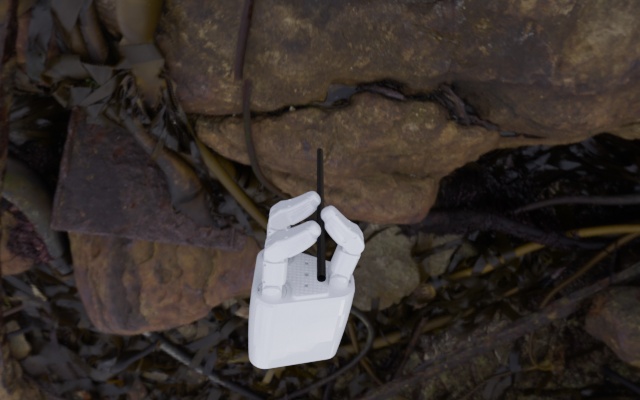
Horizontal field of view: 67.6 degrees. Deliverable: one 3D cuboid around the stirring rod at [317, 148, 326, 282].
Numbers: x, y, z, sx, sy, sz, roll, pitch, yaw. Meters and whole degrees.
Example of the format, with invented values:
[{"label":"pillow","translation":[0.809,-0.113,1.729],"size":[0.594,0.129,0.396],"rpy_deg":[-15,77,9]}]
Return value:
[{"label":"stirring rod","translation":[0.000,0.002,0.506],"size":[0.011,0.011,0.239],"rpy_deg":[0,33,0]}]
